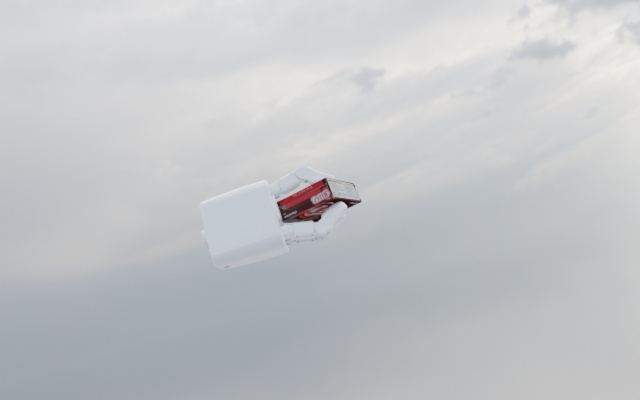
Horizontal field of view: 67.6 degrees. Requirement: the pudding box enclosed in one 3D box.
[{"bbox_3d":[0.000,0.002,0.731,0.090,0.039,0.113,-25,-11,23],"label":"pudding box"}]
